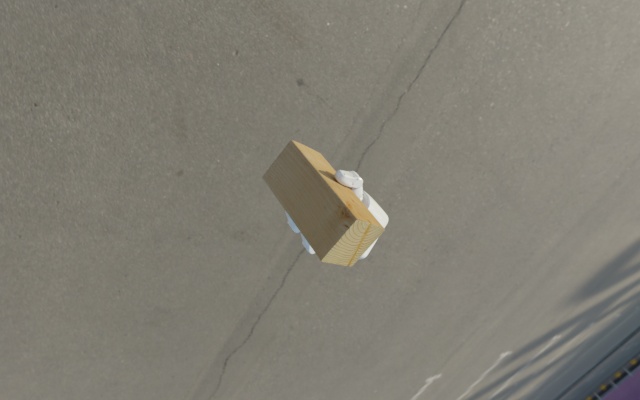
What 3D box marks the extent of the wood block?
[{"bbox_3d":[0.001,0.003,0.805,0.090,0.091,0.206,19,26,-51],"label":"wood block"}]
